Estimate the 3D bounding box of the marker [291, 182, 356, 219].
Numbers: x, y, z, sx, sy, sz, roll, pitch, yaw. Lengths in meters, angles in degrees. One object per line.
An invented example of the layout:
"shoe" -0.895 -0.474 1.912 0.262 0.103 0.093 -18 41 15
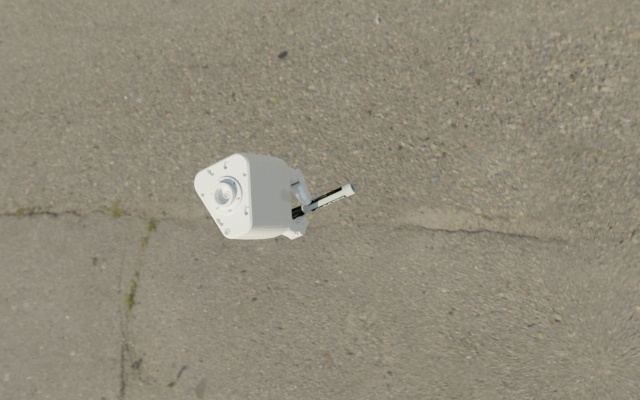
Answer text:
"marker" 0.000 0.003 0.771 0.121 0.020 0.020 -24 -10 22
